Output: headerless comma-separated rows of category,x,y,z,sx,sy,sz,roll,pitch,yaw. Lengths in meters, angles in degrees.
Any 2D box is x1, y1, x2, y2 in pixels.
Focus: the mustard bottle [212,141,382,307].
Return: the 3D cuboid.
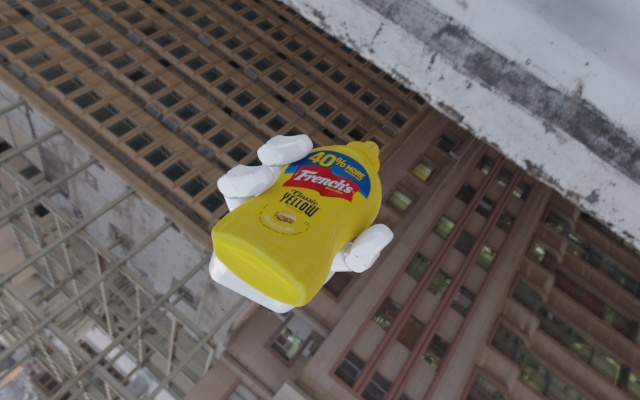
mustard bottle,0.000,0.001,0.430,0.096,0.058,0.191,26,48,22
